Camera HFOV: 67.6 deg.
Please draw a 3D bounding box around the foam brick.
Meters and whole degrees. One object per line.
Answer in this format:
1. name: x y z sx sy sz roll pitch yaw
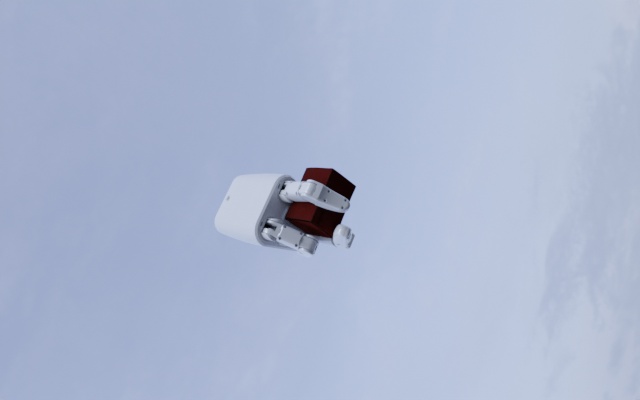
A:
1. foam brick: 0.000 0.002 0.621 0.051 0.078 0.053 6 -23 46
